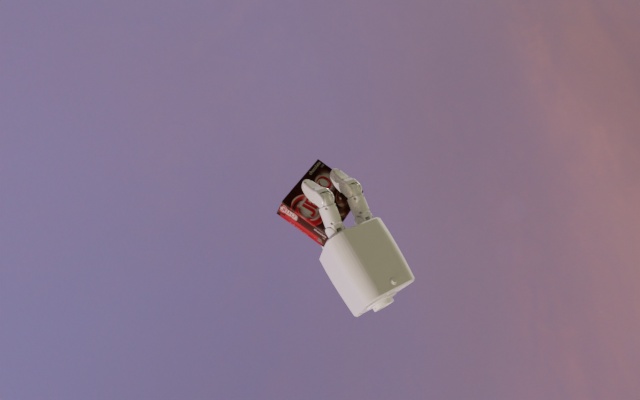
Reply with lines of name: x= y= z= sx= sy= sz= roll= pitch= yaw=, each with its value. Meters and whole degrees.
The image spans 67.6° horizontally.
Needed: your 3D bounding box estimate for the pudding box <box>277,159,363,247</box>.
pudding box: x=0.000 y=0.003 z=0.732 sx=0.090 sy=0.113 sz=0.039 roll=36 pitch=-40 yaw=2
